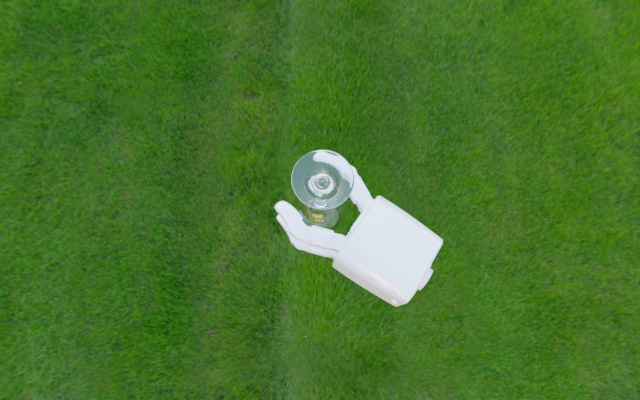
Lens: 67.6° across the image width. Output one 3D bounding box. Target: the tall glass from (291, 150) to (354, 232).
[{"bbox_3d":[0.000,0.002,0.655,0.079,0.079,0.201,0,-16,-2],"label":"tall glass"}]
